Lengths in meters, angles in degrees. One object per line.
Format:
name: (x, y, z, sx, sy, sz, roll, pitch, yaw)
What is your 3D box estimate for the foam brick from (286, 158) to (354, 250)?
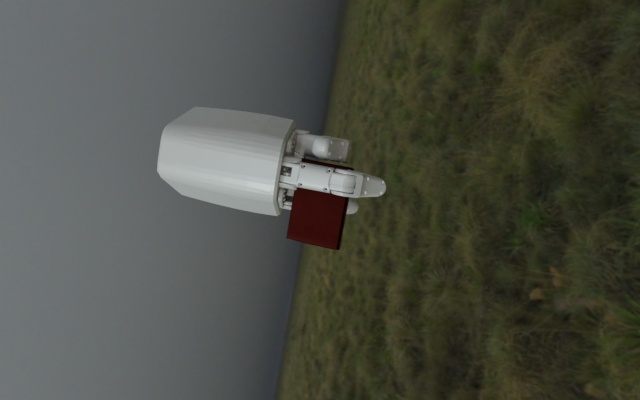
foam brick: (0.000, 0.002, 0.461, 0.051, 0.078, 0.053, 10, 5, 0)
